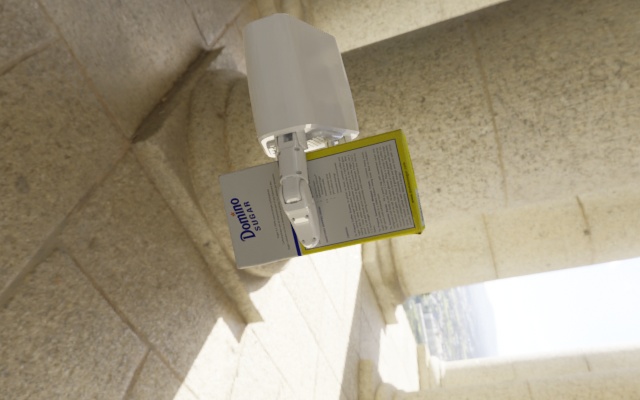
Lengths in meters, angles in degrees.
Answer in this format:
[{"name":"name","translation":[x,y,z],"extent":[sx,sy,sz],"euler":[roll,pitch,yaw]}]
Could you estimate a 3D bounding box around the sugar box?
[{"name":"sugar box","translation":[0.000,0.001,0.444],"extent":[0.176,0.093,0.048],"euler":[-12,-2,16]}]
